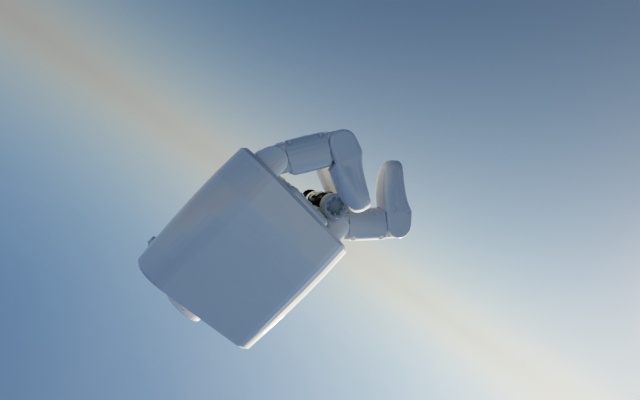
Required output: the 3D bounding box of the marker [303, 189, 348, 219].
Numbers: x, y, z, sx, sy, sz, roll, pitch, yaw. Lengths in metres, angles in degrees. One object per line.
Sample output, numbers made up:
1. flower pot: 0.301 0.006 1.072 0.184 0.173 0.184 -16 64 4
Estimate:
1. marker: 0.000 0.001 0.402 0.020 0.020 0.121 0 3 -11
